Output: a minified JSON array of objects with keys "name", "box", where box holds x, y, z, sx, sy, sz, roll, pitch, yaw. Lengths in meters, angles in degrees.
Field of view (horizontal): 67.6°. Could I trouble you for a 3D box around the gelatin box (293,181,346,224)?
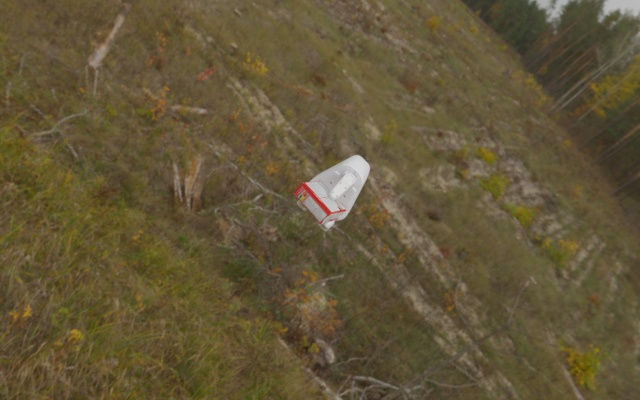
[{"name":"gelatin box","box":[0.000,0.002,0.834,0.030,0.073,0.089,-45,-12,17]}]
